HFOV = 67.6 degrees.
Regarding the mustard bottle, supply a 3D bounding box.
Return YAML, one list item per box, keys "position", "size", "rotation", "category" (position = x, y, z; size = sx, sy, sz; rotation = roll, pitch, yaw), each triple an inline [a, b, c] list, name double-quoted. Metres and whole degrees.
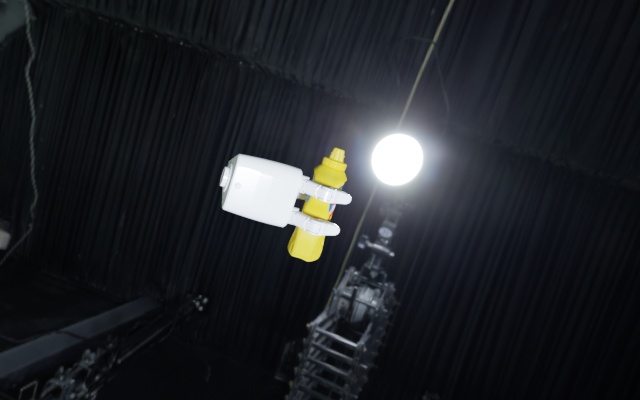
- position: [0.000, 0.003, 0.815]
  size: [0.058, 0.191, 0.096]
  rotation: [20, 9, 5]
  category: "mustard bottle"
